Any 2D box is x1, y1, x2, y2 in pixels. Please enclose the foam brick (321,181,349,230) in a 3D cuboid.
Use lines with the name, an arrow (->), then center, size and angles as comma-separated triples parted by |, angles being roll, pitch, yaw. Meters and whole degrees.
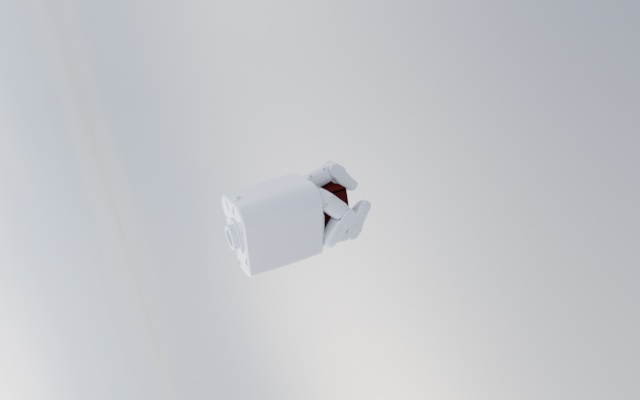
foam brick -> 0.000, 0.002, 0.684 | 0.051, 0.053, 0.078 | -18, 22, -22
